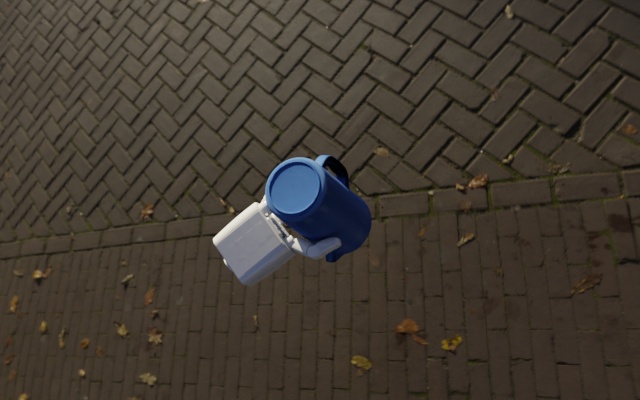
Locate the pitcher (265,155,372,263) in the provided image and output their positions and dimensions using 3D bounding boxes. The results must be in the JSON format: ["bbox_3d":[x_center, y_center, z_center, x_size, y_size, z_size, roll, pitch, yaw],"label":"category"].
[{"bbox_3d":[0.000,0.003,0.859,0.145,0.149,0.243,-39,-26,5],"label":"pitcher"}]
